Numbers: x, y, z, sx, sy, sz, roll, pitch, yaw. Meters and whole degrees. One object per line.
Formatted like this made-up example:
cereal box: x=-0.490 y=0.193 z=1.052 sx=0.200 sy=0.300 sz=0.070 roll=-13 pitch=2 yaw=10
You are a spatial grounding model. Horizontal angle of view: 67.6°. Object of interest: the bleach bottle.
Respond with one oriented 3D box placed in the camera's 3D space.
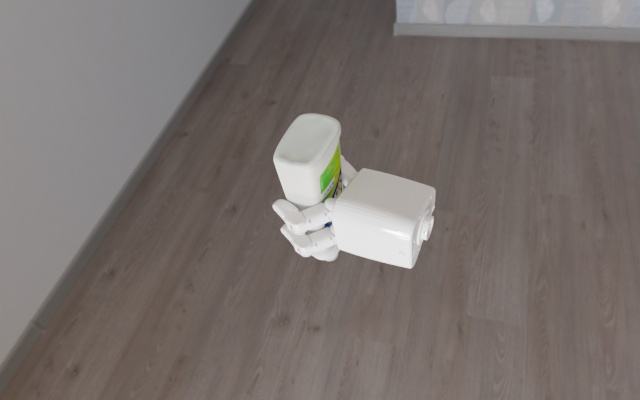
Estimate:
bleach bottle: x=0.000 y=0.002 z=0.692 sx=0.068 sy=0.102 sz=0.251 roll=15 pitch=-35 yaw=22
